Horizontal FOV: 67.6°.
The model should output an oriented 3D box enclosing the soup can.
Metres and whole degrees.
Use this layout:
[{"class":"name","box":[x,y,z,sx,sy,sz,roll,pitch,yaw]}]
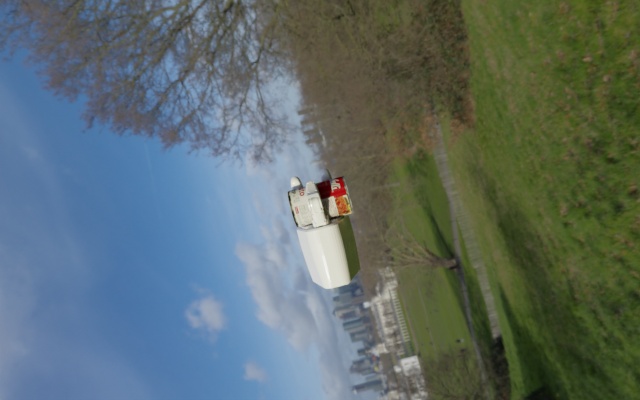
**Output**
[{"class":"soup can","box":[0.000,0.002,0.832,0.102,0.068,0.068,-15,-1,2]}]
